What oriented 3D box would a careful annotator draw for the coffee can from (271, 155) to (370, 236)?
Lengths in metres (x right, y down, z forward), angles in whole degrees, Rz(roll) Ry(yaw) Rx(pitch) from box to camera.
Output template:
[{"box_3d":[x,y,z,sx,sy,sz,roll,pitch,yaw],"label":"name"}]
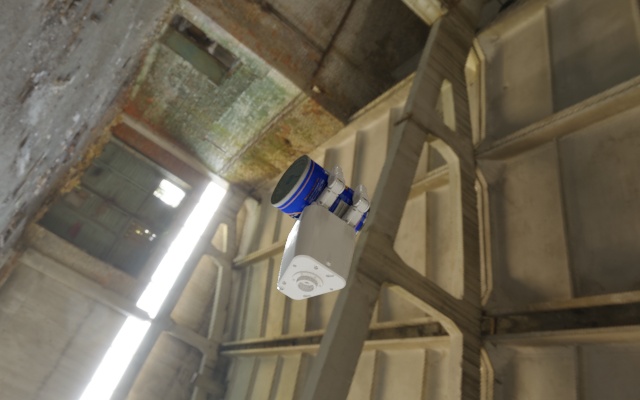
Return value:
[{"box_3d":[0.000,0.003,0.826,0.140,0.103,0.103,35,-14,-20],"label":"coffee can"}]
